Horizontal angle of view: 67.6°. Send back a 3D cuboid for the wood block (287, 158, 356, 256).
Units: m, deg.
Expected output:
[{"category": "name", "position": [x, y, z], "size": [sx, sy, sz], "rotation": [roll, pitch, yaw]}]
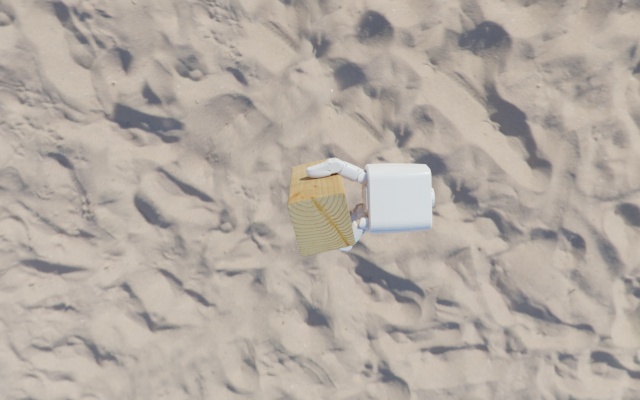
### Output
[{"category": "wood block", "position": [0.000, 0.002, 0.818], "size": [0.090, 0.091, 0.206], "rotation": [-12, 19, 3]}]
